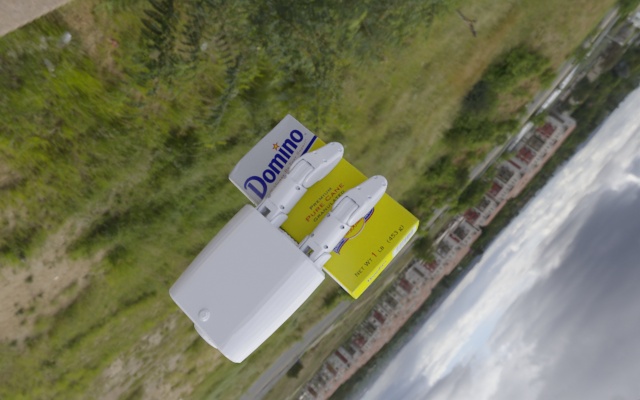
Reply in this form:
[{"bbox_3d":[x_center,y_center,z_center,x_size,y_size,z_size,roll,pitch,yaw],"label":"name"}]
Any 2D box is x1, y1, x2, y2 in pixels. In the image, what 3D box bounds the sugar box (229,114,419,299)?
[{"bbox_3d":[0.000,0.002,0.471,0.176,0.093,0.048,41,-8,18],"label":"sugar box"}]
